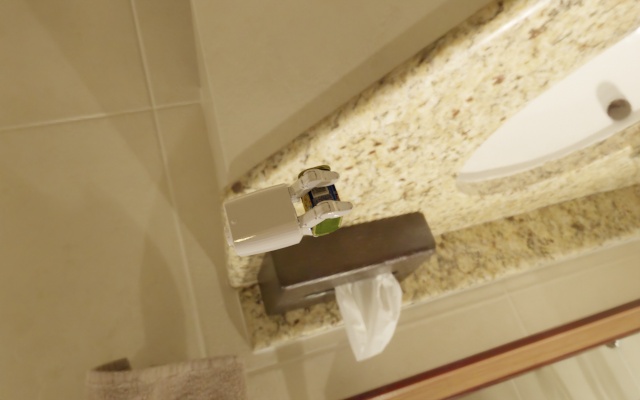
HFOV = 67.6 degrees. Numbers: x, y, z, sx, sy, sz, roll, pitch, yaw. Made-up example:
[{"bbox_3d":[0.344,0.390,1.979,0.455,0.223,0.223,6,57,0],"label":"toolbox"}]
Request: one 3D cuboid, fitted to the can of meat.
[{"bbox_3d":[0.000,0.003,0.805,0.057,0.084,0.102,-14,-24,-10],"label":"can of meat"}]
